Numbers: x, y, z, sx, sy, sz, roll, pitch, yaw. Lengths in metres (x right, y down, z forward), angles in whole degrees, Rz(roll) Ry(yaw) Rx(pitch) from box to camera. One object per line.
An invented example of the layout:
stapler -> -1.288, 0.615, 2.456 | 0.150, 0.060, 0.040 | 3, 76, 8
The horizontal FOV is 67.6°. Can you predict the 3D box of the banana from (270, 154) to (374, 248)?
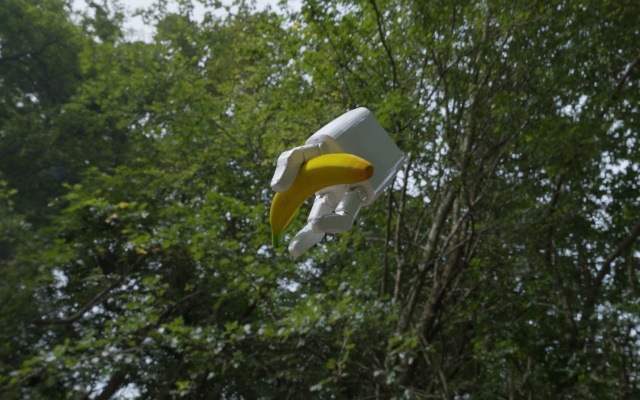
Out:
banana -> -0.010, -0.013, 0.581 | 0.037, 0.069, 0.198 | -16, -18, -44
